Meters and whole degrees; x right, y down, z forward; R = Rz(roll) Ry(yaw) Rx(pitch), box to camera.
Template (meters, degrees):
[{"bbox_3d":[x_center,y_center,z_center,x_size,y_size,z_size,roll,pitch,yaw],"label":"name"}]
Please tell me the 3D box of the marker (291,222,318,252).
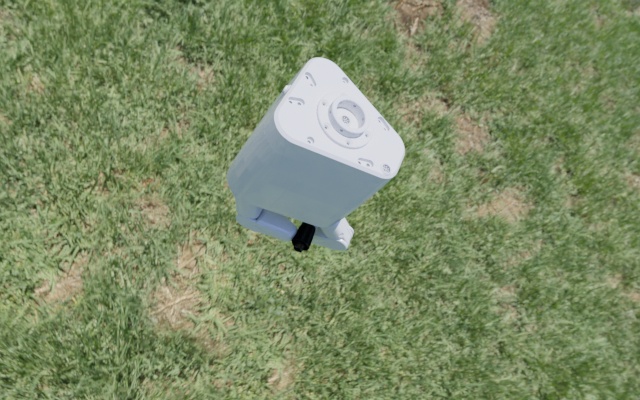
[{"bbox_3d":[0.000,0.002,0.489,0.020,0.121,0.020,17,-34,12],"label":"marker"}]
